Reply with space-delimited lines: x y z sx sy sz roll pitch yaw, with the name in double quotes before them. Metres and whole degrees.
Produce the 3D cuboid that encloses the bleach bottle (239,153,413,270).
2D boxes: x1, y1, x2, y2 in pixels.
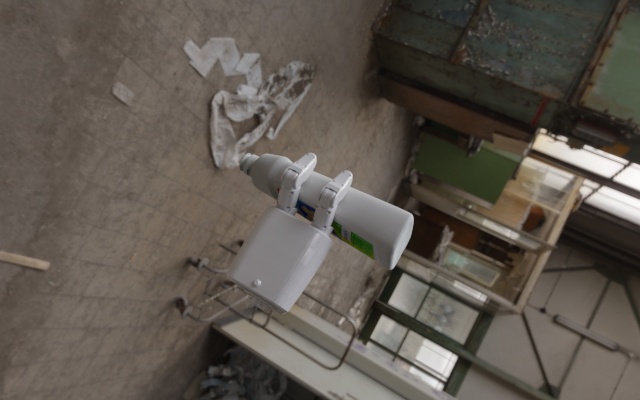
"bleach bottle" 0.000 0.002 0.655 0.251 0.068 0.103 27 -18 18
